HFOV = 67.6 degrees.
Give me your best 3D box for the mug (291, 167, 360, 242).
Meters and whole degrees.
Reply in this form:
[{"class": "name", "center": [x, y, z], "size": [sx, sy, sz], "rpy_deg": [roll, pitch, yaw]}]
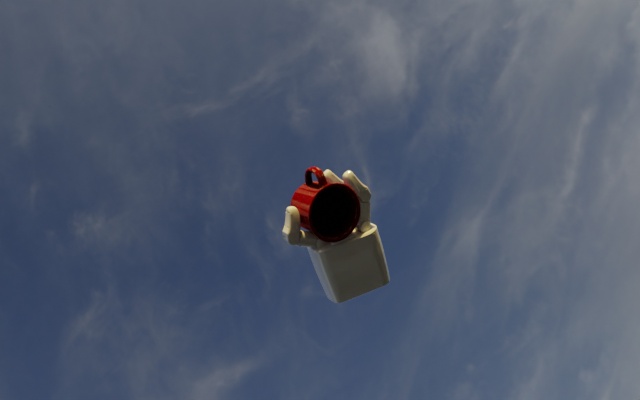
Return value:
[{"class": "mug", "center": [0.000, 0.001, 0.761], "size": [0.093, 0.117, 0.081], "rpy_deg": [-25, 20, -23]}]
